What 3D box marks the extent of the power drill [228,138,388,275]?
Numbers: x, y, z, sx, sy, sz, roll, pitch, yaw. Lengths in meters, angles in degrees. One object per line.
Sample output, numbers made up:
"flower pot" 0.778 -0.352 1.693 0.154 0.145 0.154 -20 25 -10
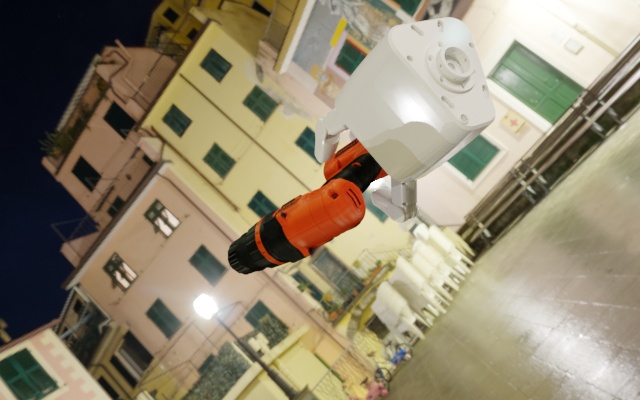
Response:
"power drill" 0.000 0.001 0.514 0.184 0.057 0.187 -27 13 40
